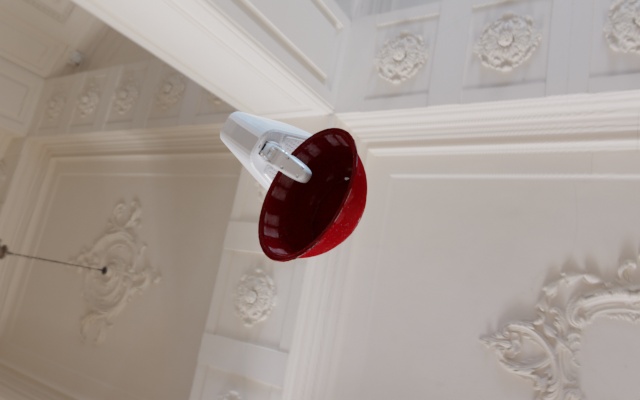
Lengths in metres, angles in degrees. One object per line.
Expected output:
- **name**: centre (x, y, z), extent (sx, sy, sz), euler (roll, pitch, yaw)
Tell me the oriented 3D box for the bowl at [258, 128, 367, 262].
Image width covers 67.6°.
- **bowl**: centre (0.001, 0.003, 0.532), extent (0.055, 0.162, 0.162), euler (31, -17, -31)
